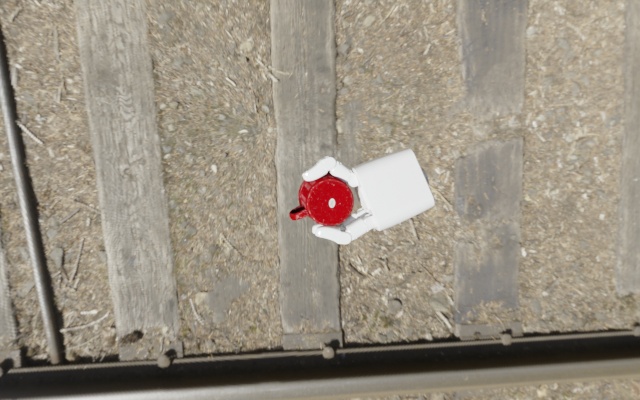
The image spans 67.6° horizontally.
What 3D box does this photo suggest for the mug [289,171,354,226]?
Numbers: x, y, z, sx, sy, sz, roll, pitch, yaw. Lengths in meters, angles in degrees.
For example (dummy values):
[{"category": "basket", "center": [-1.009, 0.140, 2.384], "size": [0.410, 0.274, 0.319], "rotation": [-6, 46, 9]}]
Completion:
[{"category": "mug", "center": [-0.001, 0.003, 0.819], "size": [0.117, 0.093, 0.081], "rotation": [-24, 10, -3]}]
